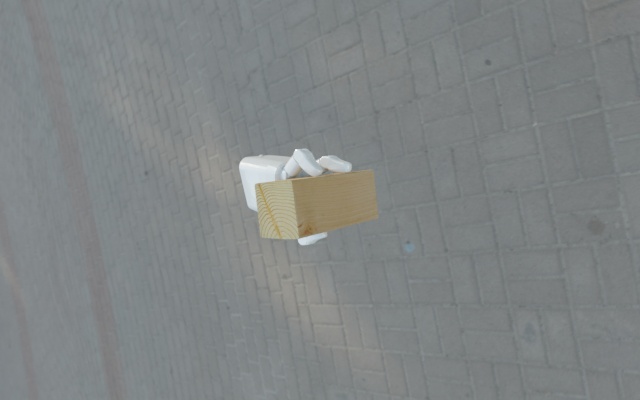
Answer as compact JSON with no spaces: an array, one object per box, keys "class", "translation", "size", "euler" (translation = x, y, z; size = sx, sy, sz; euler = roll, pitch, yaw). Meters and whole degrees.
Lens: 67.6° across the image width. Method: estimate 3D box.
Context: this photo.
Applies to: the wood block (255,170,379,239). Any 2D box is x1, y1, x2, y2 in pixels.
[{"class":"wood block","translation":[0.000,0.003,0.809],"size":[0.090,0.091,0.206],"euler":[-2,6,43]}]
